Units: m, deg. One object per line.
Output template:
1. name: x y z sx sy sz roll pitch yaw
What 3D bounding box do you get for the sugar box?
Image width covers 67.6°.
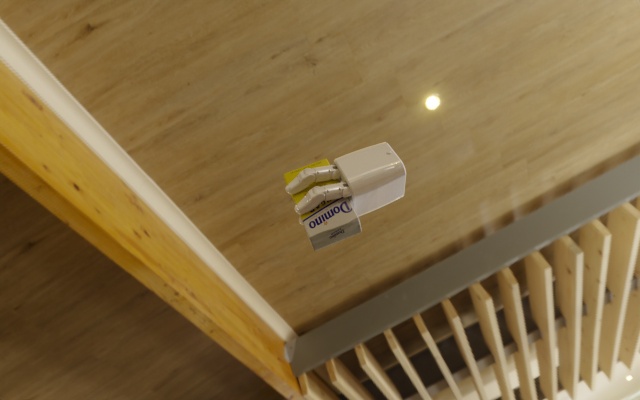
1. sugar box: 0.000 0.002 0.876 0.093 0.048 0.176 -22 44 -5
